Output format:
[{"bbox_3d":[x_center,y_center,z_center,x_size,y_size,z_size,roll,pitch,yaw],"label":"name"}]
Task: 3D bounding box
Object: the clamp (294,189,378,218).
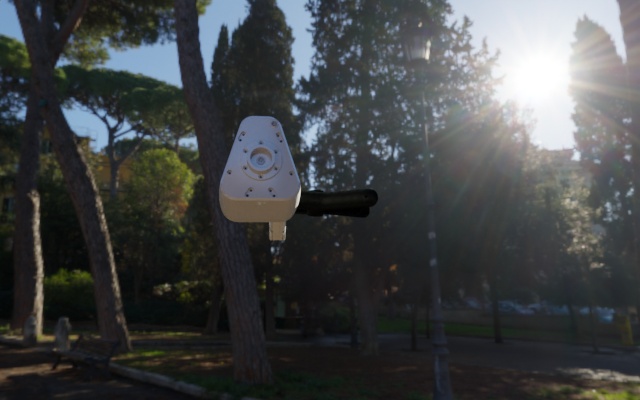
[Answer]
[{"bbox_3d":[0.000,0.002,0.684,0.171,0.039,0.120,1,-16,-9],"label":"clamp"}]
